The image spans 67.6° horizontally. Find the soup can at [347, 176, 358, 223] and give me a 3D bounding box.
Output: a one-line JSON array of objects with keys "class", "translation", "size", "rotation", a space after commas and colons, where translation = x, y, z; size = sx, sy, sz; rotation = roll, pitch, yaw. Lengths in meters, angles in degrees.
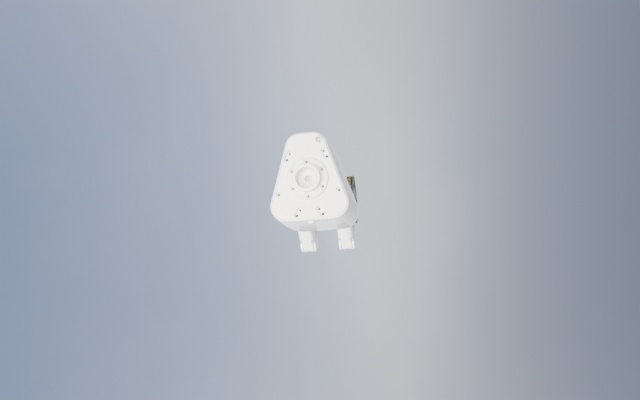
[{"class": "soup can", "translation": [0.000, 0.002, 0.691], "size": [0.102, 0.068, 0.068], "rotation": [-5, -1, 8]}]
